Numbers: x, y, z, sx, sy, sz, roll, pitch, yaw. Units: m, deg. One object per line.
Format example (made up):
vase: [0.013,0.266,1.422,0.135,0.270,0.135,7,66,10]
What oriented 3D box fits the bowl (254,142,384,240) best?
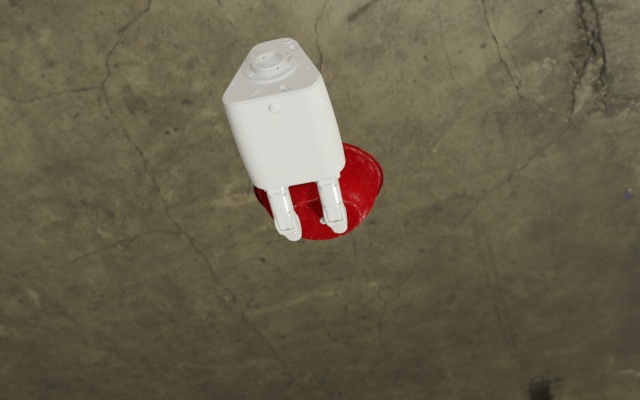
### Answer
bowl: [0.001,0.003,0.579,0.162,0.055,0.162,-4,-35,-3]
